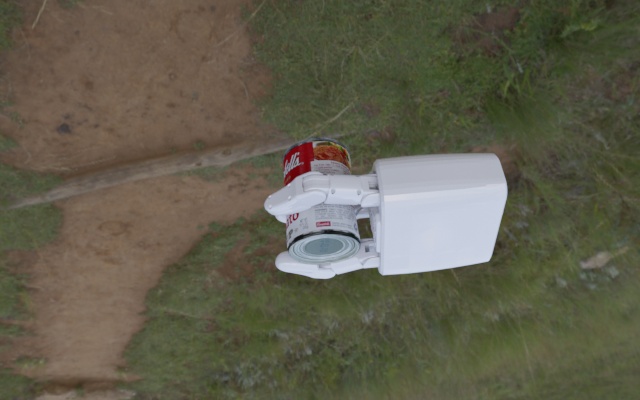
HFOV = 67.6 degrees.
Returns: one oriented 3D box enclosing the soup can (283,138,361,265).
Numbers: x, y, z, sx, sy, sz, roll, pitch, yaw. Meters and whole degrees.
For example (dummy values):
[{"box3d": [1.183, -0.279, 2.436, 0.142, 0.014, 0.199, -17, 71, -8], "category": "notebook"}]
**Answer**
[{"box3d": [0.000, 0.002, 0.452, 0.068, 0.102, 0.068, -4, -30, -2], "category": "soup can"}]
